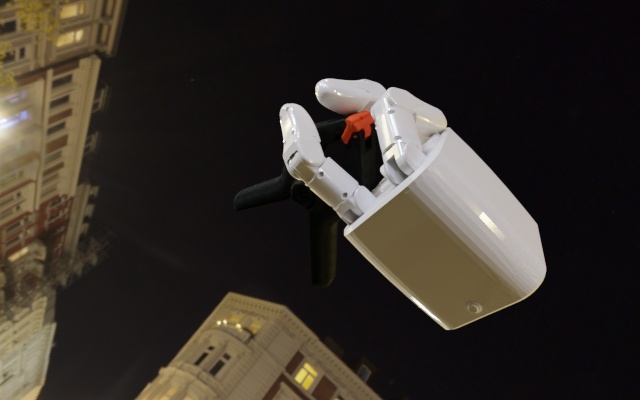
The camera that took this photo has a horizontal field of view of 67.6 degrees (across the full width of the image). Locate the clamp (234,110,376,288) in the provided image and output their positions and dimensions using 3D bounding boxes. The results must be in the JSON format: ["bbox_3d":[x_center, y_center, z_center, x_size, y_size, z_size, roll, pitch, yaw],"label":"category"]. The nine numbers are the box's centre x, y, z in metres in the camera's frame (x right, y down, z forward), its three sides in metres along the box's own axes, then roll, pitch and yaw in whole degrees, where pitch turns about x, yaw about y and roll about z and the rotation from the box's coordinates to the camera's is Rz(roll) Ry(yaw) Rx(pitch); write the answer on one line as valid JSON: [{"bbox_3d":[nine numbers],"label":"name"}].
[{"bbox_3d":[0.000,0.001,0.402,0.171,0.120,0.039,-44,1,45],"label":"clamp"}]
